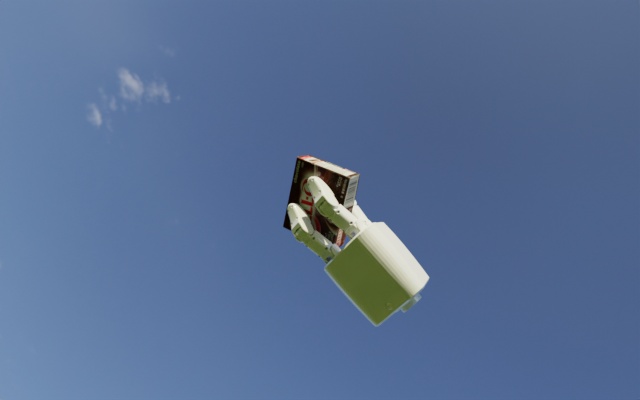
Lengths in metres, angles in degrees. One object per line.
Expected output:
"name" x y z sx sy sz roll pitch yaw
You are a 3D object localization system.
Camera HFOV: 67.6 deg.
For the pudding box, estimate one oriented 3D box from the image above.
"pudding box" 0.000 0.002 0.676 0.090 0.113 0.039 23 20 27
